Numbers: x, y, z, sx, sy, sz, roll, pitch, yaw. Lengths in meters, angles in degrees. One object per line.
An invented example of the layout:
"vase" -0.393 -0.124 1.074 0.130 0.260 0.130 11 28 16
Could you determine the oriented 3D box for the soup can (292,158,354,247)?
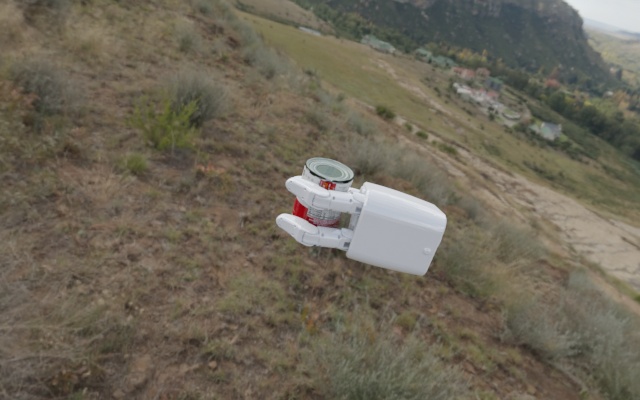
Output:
"soup can" 0.000 0.002 0.644 0.068 0.102 0.068 13 27 -7
